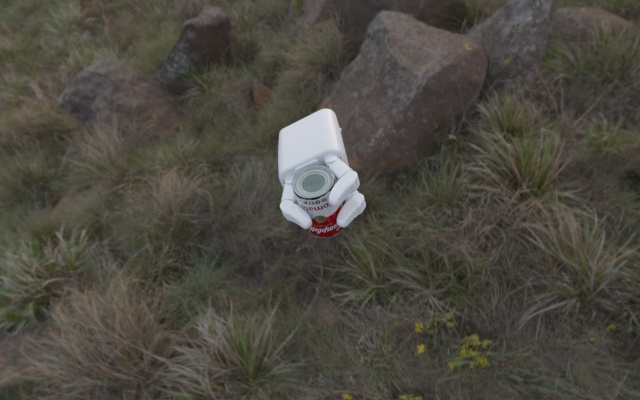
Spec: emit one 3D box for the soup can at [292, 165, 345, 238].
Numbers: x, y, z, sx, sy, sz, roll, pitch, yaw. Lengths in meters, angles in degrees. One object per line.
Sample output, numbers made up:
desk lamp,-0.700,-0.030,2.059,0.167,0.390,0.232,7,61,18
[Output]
soup can,0.000,0.003,0.742,0.068,0.068,0.102,0,-38,16
